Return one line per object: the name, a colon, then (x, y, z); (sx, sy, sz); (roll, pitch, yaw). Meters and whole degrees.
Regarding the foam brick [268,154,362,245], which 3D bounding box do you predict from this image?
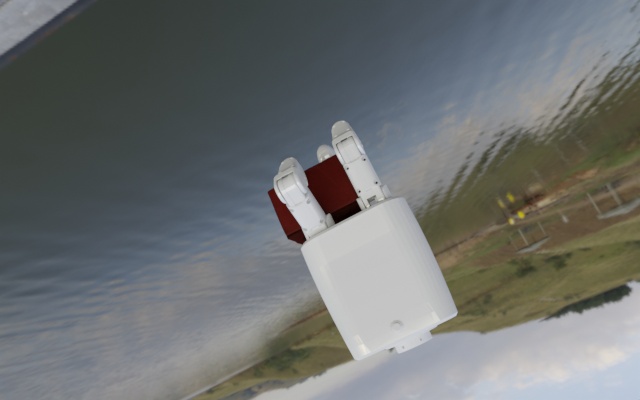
foam brick: (0.000, 0.002, 0.450); (0.078, 0.051, 0.053); (-28, -19, 10)
